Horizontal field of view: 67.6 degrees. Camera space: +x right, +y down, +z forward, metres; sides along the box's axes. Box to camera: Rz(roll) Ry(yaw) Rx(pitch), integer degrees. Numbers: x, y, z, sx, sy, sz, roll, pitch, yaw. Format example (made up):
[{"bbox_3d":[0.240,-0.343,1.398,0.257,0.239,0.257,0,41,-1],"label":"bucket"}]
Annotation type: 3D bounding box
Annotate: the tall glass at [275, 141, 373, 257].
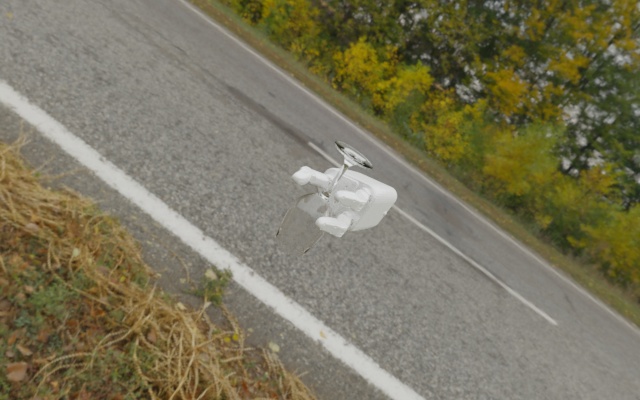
[{"bbox_3d":[0.000,0.002,0.803,0.079,0.201,0.079,31,20,-13],"label":"tall glass"}]
